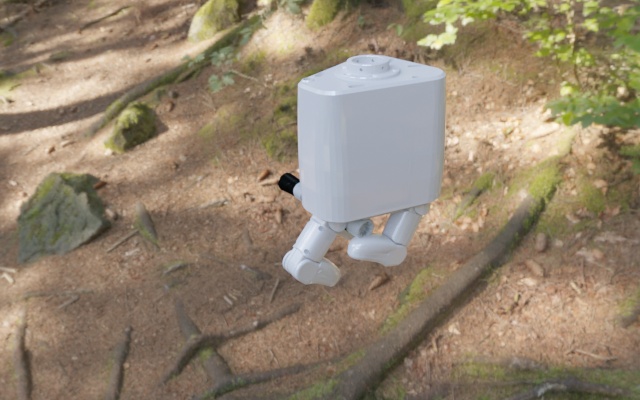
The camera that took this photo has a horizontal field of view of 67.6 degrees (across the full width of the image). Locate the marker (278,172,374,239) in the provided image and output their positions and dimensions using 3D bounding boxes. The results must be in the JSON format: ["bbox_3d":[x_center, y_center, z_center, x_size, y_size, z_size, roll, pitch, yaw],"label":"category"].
[{"bbox_3d":[0.000,0.001,0.431,0.020,0.020,0.121,0,22,-42],"label":"marker"}]
